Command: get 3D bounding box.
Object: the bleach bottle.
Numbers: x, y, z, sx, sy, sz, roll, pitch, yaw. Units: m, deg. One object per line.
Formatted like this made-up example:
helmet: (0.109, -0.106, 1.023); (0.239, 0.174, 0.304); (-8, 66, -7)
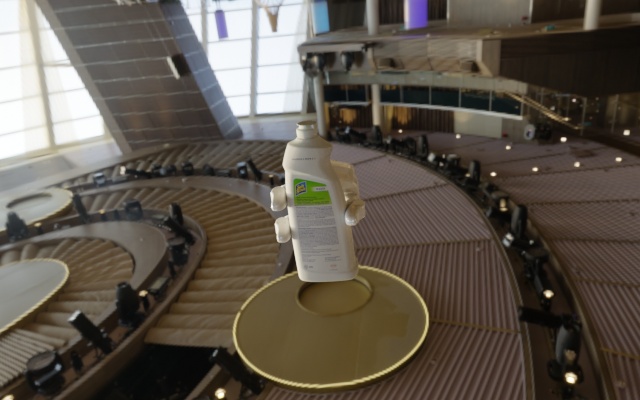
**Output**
bleach bottle: (0.000, 0.002, 0.737); (0.102, 0.251, 0.068); (-4, 23, 5)
